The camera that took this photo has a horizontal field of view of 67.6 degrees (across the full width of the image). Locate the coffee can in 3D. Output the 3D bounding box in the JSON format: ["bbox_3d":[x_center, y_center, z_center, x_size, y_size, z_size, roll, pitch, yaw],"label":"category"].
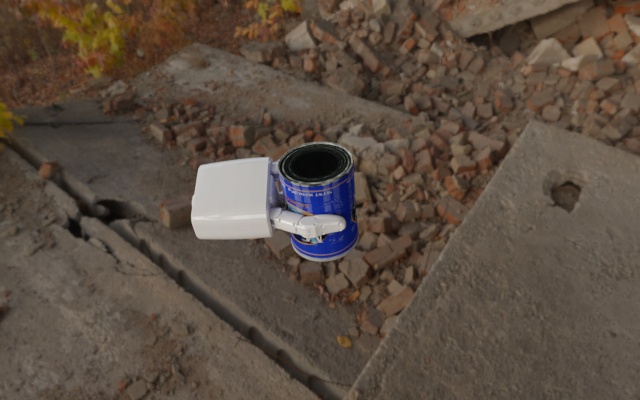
[{"bbox_3d":[0.000,0.002,0.681,0.103,0.140,0.102,-4,39,4],"label":"coffee can"}]
